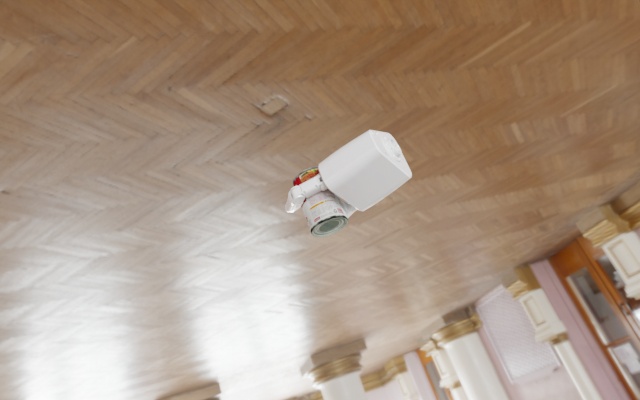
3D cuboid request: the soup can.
[{"bbox_3d":[0.000,0.003,0.813,0.068,0.102,0.068,-17,-26,-9],"label":"soup can"}]
